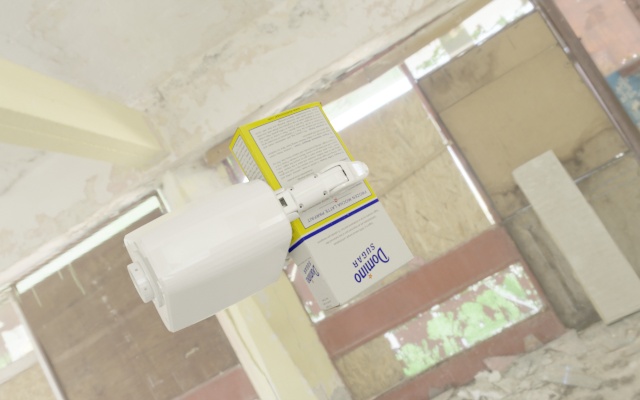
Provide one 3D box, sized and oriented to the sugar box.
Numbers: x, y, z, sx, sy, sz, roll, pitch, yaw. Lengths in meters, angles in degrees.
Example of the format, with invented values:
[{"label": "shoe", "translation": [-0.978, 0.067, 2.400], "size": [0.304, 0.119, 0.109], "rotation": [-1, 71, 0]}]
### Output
[{"label": "sugar box", "translation": [0.000, 0.002, 0.438], "size": [0.093, 0.176, 0.048], "rotation": [-25, -7, -30]}]
